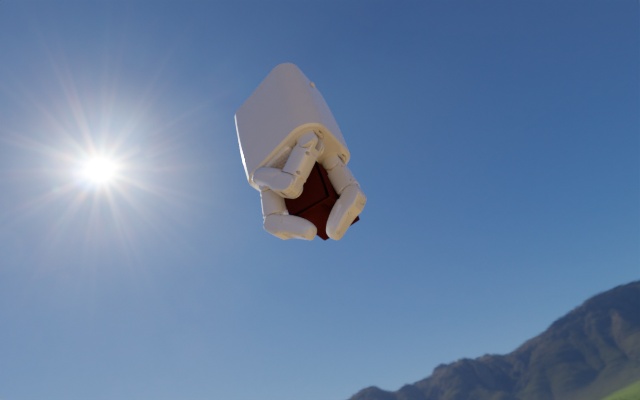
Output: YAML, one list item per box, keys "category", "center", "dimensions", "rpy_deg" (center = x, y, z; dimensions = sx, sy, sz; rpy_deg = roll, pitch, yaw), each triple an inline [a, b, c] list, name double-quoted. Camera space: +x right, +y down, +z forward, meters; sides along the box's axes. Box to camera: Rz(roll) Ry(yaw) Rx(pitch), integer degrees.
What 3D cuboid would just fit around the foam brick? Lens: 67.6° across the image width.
- category: "foam brick"
  center: [0.000, 0.002, 0.543]
  dimensions: [0.053, 0.051, 0.078]
  rpy_deg: [-30, -34, 16]
